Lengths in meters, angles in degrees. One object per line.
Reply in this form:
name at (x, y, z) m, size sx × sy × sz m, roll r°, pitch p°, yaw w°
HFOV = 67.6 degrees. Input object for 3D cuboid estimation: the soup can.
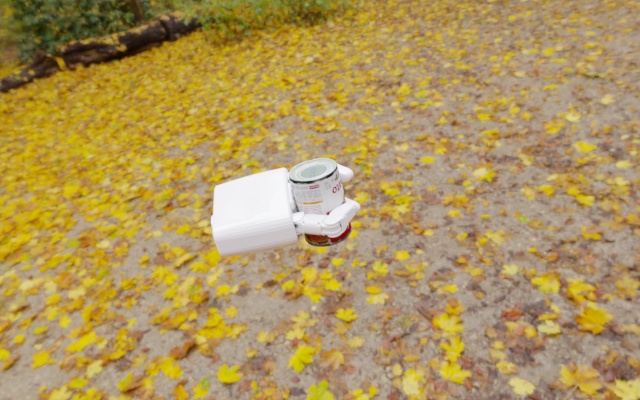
soup can at (0.001, 0.002, 0.647) m, size 0.068 × 0.102 × 0.068 m, roll -11°, pitch 29°, yaw 6°
